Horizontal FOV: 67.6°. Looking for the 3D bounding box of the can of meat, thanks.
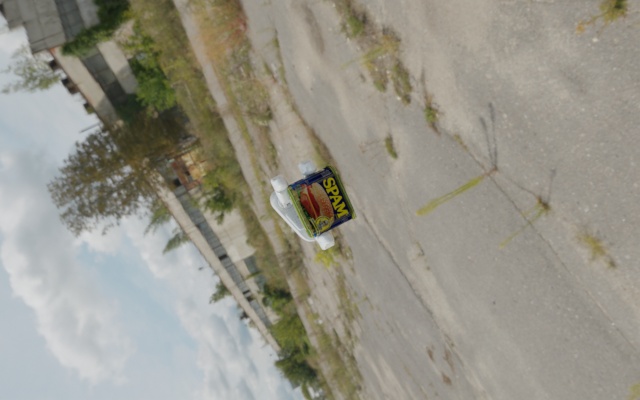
[{"bbox_3d":[0.000,0.003,0.801,0.084,0.102,0.057,-26,11,-9],"label":"can of meat"}]
